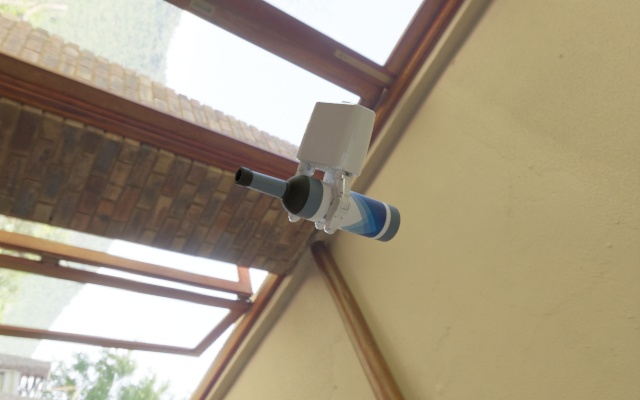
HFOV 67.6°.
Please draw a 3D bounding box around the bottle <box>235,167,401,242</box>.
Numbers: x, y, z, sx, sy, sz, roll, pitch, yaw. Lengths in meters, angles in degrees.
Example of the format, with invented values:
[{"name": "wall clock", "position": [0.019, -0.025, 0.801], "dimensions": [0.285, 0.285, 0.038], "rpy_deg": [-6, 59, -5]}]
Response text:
[{"name": "bottle", "position": [0.000, 0.003, 0.770], "dimensions": [0.296, 0.069, 0.069], "rpy_deg": [18, -10, -32]}]
